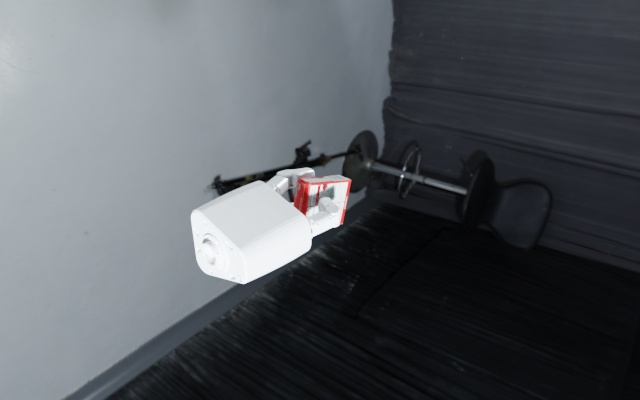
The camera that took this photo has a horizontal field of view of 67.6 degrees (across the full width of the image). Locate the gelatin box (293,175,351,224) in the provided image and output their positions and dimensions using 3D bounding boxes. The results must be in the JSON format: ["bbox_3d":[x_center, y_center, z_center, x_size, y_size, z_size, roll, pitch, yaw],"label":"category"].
[{"bbox_3d":[0.001,0.002,0.705,0.089,0.073,0.030,-8,25,-43],"label":"gelatin box"}]
